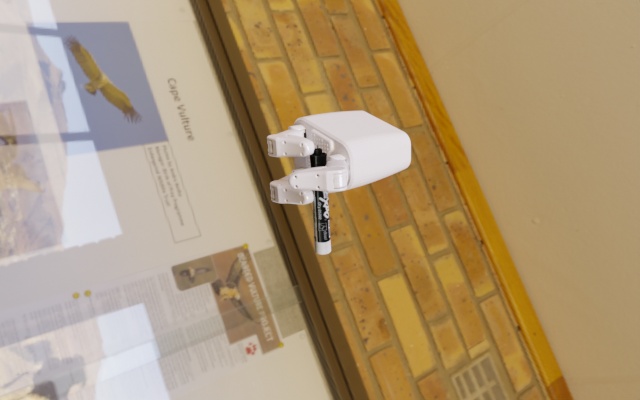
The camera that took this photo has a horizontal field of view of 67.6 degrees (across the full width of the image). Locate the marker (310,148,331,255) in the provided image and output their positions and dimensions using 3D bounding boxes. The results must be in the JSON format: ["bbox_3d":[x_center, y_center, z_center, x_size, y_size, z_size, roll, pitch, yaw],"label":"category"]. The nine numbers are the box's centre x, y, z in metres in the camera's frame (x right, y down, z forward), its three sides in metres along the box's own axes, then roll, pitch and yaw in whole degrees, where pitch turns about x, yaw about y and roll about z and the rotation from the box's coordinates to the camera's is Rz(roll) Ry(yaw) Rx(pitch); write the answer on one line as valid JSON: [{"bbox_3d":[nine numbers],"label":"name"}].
[{"bbox_3d":[0.000,0.002,0.532,0.020,0.121,0.020,-3,19,1],"label":"marker"}]
